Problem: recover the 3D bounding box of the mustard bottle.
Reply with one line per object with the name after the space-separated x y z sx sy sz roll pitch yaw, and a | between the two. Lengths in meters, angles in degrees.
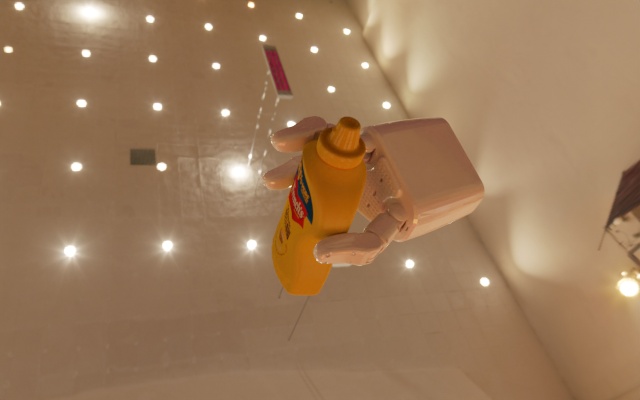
0.000 0.002 0.450 0.058 0.096 0.192 5 -43 -16 | mustard bottle
